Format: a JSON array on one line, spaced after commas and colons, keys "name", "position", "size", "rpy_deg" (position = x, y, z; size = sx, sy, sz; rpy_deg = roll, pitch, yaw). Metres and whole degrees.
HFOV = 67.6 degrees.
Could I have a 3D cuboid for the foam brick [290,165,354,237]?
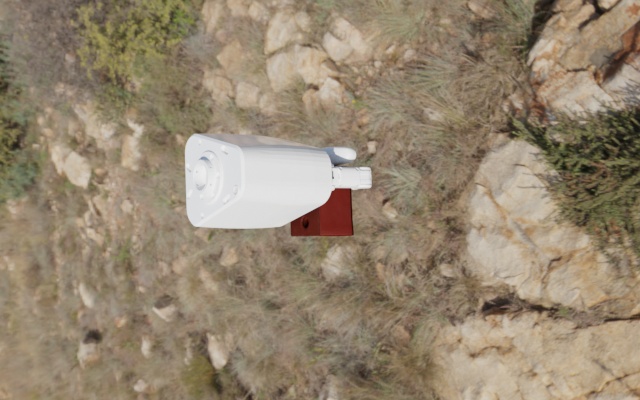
[{"name": "foam brick", "position": [0.000, 0.002, 0.532], "size": [0.051, 0.078, 0.053], "rpy_deg": [-1, -3, -42]}]
